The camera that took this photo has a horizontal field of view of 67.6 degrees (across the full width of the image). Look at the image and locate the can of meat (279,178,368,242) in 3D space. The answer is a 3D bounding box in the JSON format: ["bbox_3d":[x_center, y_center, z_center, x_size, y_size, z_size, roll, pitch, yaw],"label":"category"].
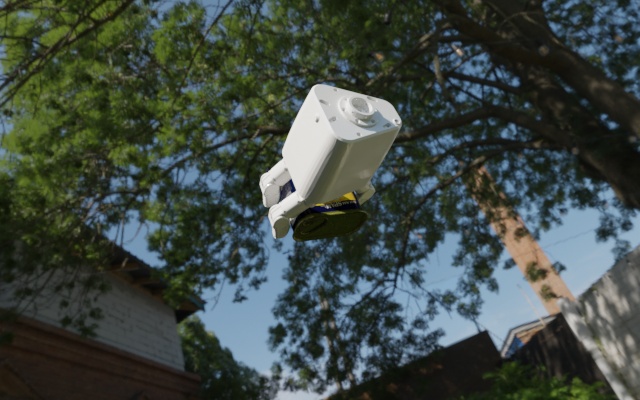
[{"bbox_3d":[0.000,0.002,0.647,0.102,0.084,0.057,-6,-34,-25],"label":"can of meat"}]
